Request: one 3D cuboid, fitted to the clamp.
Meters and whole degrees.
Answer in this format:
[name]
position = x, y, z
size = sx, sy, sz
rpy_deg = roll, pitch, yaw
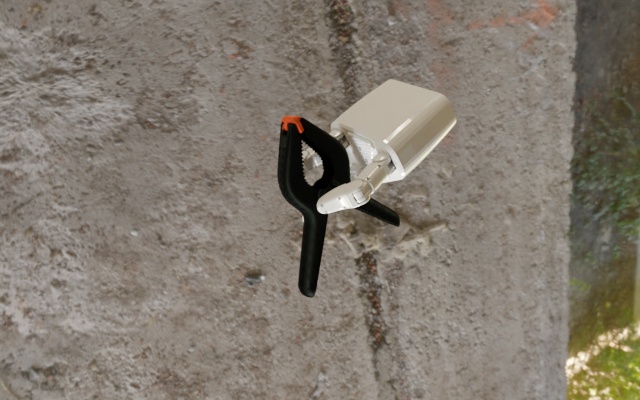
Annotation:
[clamp]
position = 0.000, 0.001, 0.560
size = 0.164, 0.210, 0.036
rpy_deg = -43, 30, -20
